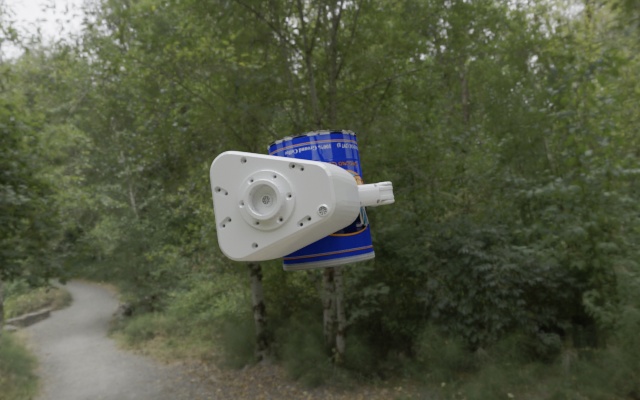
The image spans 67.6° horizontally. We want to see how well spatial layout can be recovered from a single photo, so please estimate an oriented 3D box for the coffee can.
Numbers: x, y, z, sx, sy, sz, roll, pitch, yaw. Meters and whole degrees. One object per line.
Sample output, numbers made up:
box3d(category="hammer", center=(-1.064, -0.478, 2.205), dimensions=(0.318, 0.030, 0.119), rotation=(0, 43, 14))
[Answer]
box3d(category="coffee can", center=(0.000, 0.002, 0.537), dimensions=(0.103, 0.140, 0.103), rotation=(-8, -4, -1))
